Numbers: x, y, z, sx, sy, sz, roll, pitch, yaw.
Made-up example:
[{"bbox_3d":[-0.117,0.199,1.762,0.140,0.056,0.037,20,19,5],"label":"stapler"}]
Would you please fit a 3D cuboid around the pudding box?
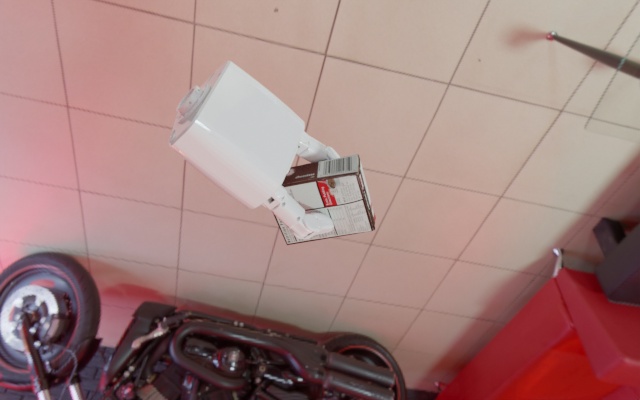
[{"bbox_3d":[0.000,0.002,0.553,0.113,0.090,0.039,-9,39,14],"label":"pudding box"}]
